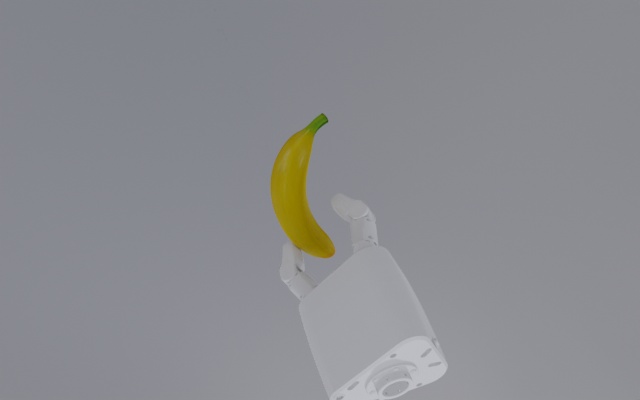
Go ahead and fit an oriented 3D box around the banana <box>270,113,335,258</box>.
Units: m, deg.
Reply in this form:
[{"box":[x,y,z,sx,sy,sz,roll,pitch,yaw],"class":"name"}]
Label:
[{"box":[-0.018,0.003,0.522,0.069,0.198,0.037,-12,42,-10],"class":"banana"}]
